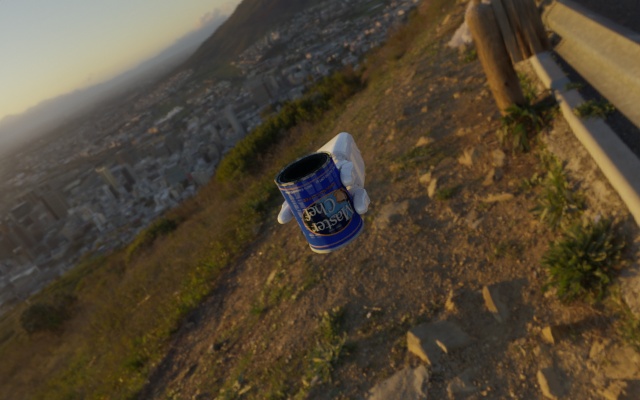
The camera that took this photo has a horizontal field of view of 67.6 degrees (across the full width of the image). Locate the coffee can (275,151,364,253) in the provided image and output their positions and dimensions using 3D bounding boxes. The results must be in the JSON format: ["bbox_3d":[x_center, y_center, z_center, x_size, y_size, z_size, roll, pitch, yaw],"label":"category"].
[{"bbox_3d":[0.000,0.003,0.803,0.103,0.140,0.102,-23,23,10],"label":"coffee can"}]
